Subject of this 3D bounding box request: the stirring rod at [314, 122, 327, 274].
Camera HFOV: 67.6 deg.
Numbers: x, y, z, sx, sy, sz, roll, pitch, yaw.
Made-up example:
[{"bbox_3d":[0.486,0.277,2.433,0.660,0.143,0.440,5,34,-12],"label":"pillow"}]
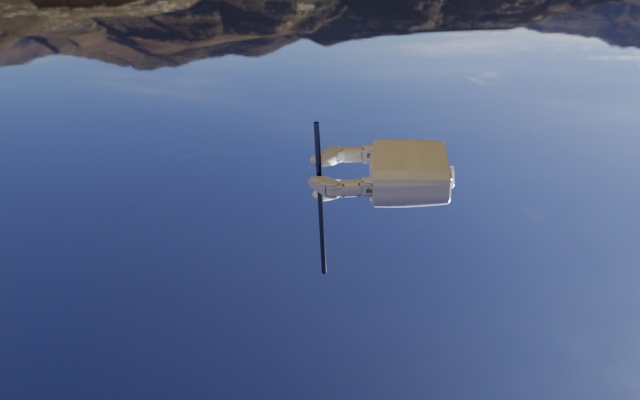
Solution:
[{"bbox_3d":[0.000,0.002,0.711,0.011,0.240,0.011,-3,22,1],"label":"stirring rod"}]
